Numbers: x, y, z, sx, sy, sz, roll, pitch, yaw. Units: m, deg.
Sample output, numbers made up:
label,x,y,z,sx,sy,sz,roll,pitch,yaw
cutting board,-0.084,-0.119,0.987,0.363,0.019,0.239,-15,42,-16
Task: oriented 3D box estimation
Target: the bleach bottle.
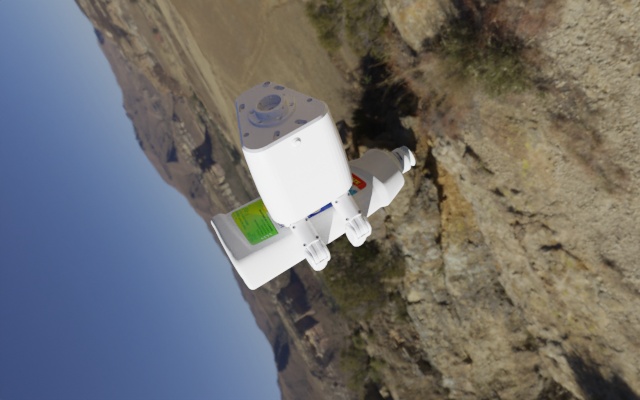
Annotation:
label,x,y,z,sx,sy,sz,roll,pitch,yaw
bleach bottle,0.000,0.002,0.583,0.251,0.068,0.102,-31,47,-10
